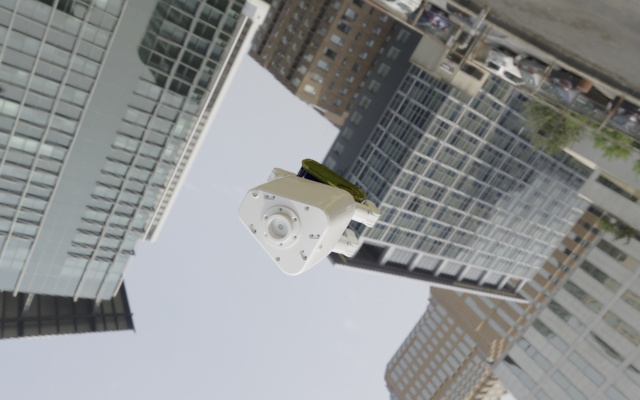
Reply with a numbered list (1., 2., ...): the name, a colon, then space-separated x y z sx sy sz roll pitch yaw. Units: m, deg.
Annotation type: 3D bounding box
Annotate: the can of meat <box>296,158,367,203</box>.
1. can of meat: 0.000 0.002 0.683 0.102 0.084 0.057 33 17 8
